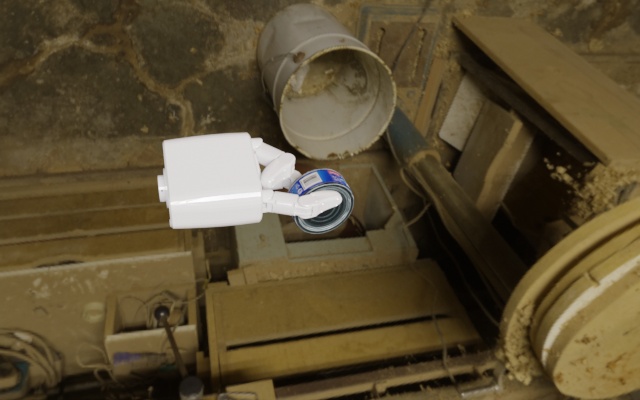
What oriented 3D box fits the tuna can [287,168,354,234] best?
[{"bbox_3d":[0.000,0.002,0.628,0.086,0.086,0.033,0,37,-25],"label":"tuna can"}]
